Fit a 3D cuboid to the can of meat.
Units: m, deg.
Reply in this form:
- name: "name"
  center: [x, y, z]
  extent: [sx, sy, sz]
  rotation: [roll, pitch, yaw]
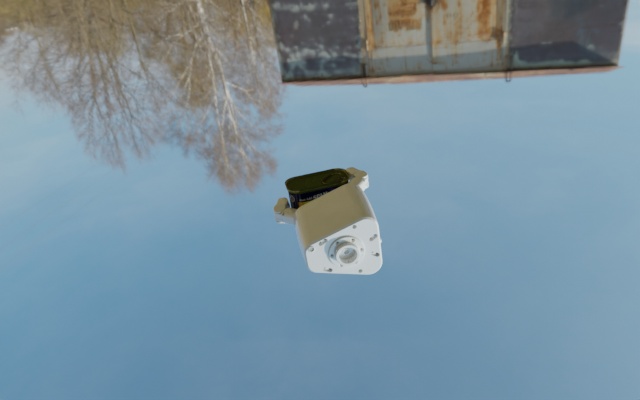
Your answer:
- name: "can of meat"
  center: [0.000, 0.003, 0.775]
  extent: [0.102, 0.084, 0.057]
  rotation: [-13, 27, -7]
